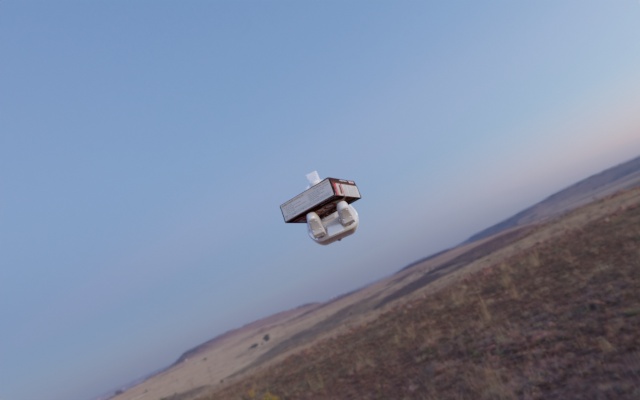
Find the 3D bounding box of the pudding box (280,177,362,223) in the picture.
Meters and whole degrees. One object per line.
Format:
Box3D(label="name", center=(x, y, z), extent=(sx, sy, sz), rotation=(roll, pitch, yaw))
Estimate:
Box3D(label="pudding box", center=(0.000, 0.003, 0.823), extent=(0.113, 0.039, 0.090), rotation=(-32, -18, 28))
